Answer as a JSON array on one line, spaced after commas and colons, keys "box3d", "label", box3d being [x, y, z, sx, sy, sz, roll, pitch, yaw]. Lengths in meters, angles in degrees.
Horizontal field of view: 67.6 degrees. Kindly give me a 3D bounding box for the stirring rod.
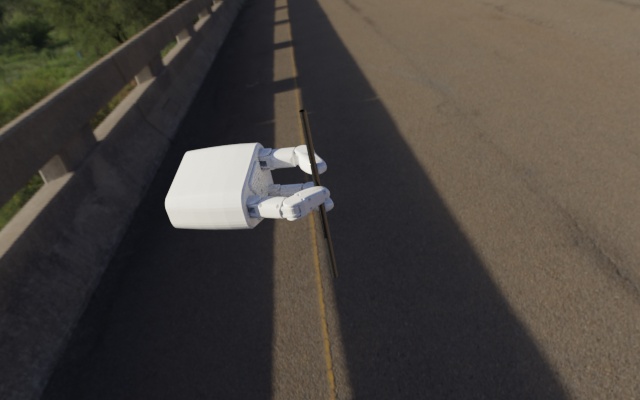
[{"box3d": [0.000, 0.002, 0.589, 0.011, 0.240, 0.011, -8, 31, 5], "label": "stirring rod"}]
